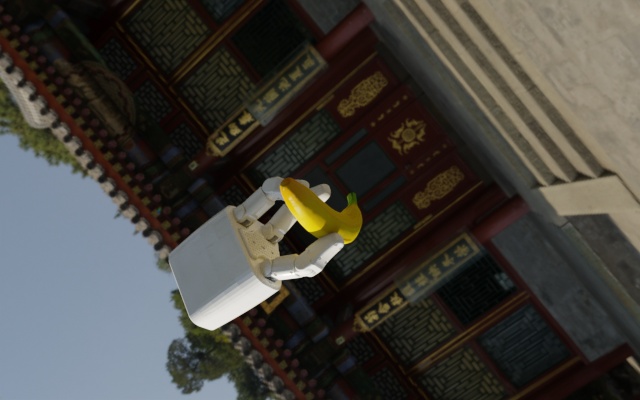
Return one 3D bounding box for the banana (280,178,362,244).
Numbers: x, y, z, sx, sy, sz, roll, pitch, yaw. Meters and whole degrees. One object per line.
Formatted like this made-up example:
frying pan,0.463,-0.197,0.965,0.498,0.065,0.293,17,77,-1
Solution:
banana,0.010,0.018,0.556,0.037,0.069,0.198,-31,-16,17
